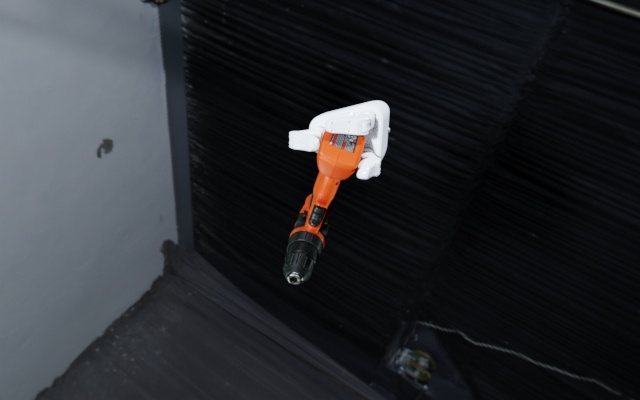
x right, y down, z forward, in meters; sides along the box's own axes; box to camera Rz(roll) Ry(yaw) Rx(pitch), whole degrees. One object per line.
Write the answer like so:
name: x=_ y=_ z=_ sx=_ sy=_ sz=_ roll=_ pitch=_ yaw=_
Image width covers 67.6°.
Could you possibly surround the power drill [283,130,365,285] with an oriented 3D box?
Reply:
power drill: x=0.000 y=0.002 z=0.665 sx=0.057 sy=0.188 sz=0.184 roll=20 pitch=37 yaw=-3
